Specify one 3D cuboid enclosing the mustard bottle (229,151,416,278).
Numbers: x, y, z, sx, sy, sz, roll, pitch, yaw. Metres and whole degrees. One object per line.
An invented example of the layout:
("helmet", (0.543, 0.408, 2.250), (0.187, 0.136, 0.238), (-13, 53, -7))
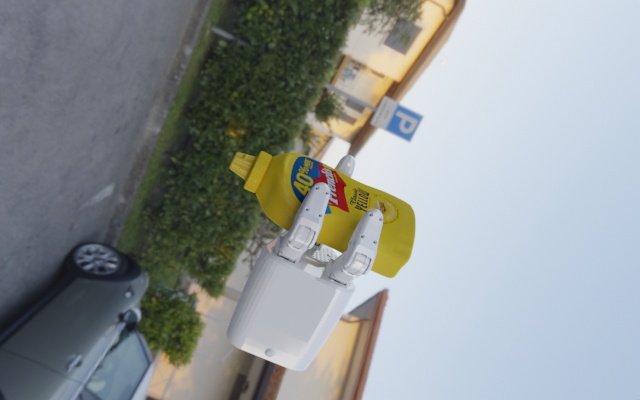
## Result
("mustard bottle", (0.000, 0.001, 0.478), (0.191, 0.058, 0.096), (25, 39, -9))
